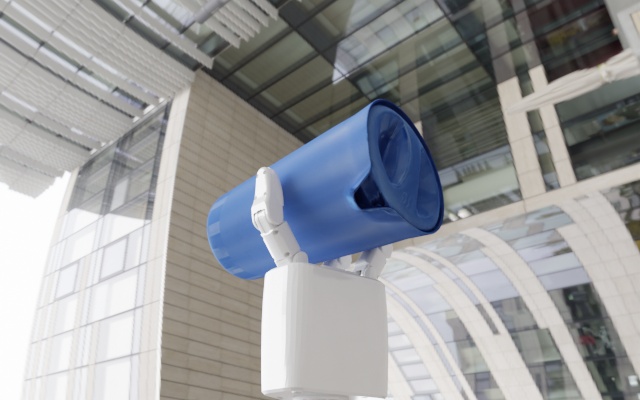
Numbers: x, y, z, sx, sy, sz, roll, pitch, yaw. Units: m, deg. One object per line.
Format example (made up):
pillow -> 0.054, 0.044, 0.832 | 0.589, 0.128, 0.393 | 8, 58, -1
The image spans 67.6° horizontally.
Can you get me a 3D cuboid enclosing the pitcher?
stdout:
pitcher -> 0.000, 0.002, 0.512 | 0.243, 0.145, 0.149 | -23, -36, 34
